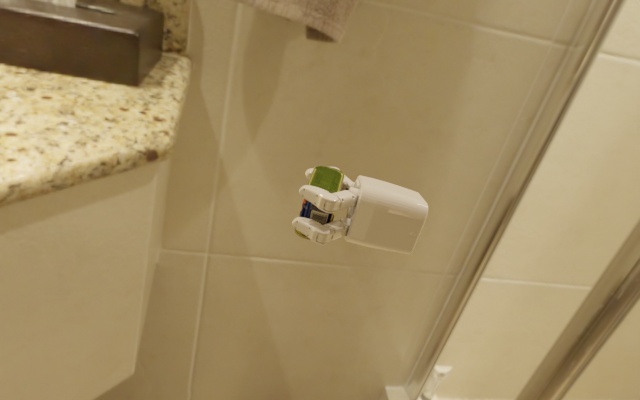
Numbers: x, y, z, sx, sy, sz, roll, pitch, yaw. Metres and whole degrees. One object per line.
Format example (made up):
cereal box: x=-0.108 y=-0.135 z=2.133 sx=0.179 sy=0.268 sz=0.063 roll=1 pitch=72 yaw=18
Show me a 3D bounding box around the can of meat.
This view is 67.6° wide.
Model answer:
can of meat: x=0.000 y=0.002 z=0.760 sx=0.057 sy=0.084 sz=0.102 roll=16 pitch=30 yaw=1
